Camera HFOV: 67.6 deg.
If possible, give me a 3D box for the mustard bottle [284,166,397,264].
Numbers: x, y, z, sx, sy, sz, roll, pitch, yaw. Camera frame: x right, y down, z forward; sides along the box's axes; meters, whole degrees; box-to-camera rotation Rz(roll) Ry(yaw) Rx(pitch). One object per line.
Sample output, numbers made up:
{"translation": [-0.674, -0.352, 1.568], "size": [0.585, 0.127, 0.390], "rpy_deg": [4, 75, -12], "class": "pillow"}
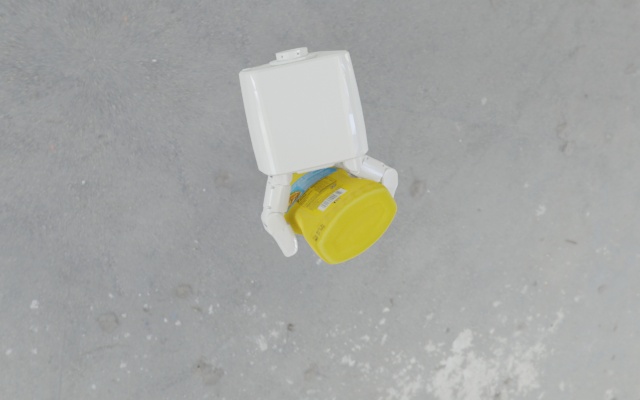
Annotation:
{"translation": [0.000, 0.002, 0.555], "size": [0.096, 0.058, 0.191], "rpy_deg": [-41, 28, -9], "class": "mustard bottle"}
